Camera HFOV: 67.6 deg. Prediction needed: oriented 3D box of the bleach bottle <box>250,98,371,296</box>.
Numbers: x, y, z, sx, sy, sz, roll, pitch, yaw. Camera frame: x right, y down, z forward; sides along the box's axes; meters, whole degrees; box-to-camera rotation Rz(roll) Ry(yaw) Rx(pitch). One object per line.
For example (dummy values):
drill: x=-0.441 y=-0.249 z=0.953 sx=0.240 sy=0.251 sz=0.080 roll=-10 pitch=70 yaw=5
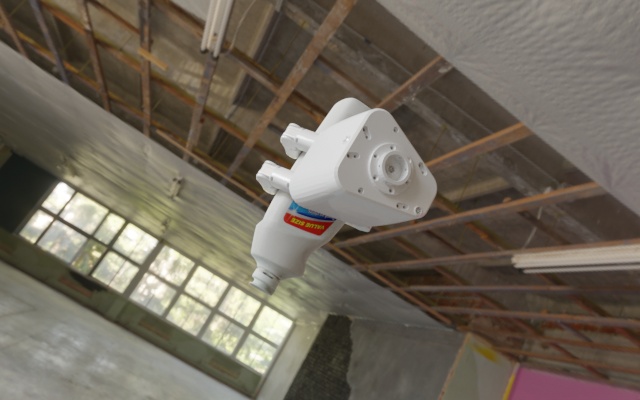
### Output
bleach bottle: x=0.000 y=0.002 z=0.575 sx=0.102 sy=0.250 sz=0.068 roll=37 pitch=-19 yaw=-18
